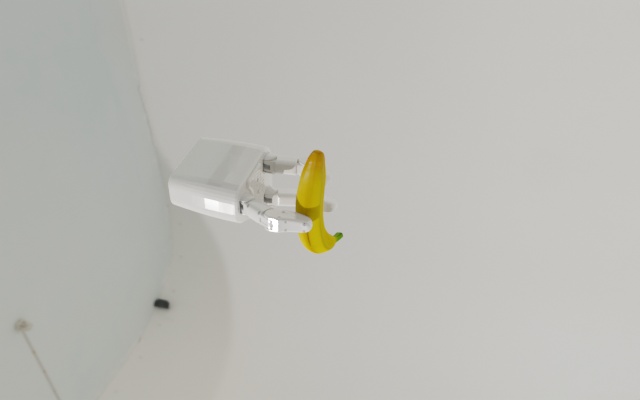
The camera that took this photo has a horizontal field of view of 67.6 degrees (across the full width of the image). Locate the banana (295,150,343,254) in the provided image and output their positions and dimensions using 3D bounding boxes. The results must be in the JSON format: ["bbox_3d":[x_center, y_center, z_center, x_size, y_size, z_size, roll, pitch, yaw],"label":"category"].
[{"bbox_3d":[-0.007,0.019,0.630,0.037,0.069,0.198,16,-31,19],"label":"banana"}]
